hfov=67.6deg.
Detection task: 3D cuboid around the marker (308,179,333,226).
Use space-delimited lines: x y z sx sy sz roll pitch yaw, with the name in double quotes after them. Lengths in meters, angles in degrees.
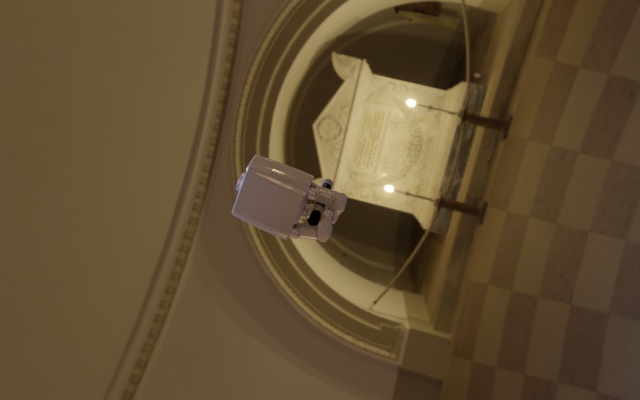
0.000 0.003 0.805 0.020 0.020 0.121 0 35 16 "marker"
